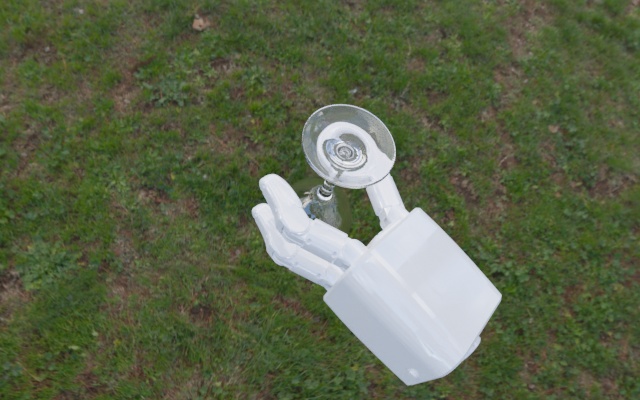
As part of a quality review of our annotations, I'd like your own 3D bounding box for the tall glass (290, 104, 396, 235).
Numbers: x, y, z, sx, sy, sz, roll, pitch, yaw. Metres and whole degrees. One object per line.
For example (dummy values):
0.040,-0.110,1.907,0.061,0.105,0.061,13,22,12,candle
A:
0.000,0.001,0.446,0.079,0.079,0.201,0,-26,-14,tall glass
